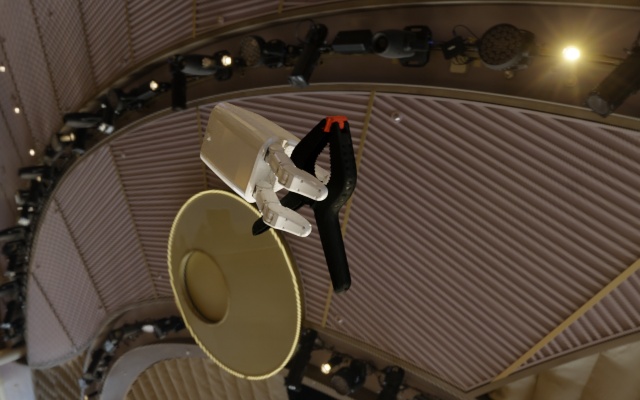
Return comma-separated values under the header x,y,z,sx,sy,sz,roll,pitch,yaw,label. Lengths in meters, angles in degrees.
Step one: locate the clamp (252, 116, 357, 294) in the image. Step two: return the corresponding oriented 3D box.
x,y,z,sx,sy,sz,roll,pitch,yaw,label
0.001,0.001,0.584,0.164,0.210,0.036,36,31,25,clamp
